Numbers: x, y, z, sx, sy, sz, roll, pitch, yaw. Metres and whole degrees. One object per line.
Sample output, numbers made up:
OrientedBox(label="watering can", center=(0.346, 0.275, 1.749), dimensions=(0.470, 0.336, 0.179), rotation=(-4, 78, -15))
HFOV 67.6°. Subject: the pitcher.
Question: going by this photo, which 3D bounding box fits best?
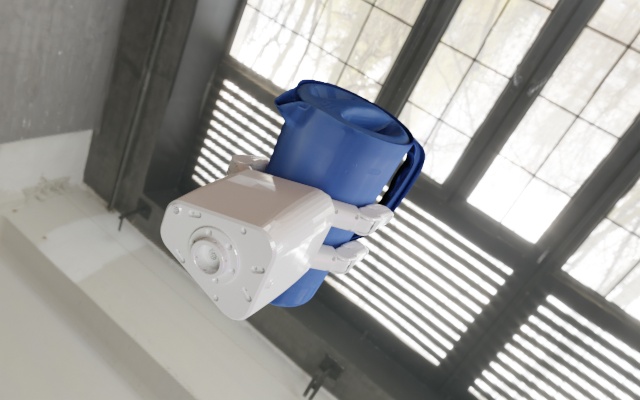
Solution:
OrientedBox(label="pitcher", center=(0.000, 0.002, 0.540), dimensions=(0.149, 0.243, 0.145), rotation=(33, 27, 12))
